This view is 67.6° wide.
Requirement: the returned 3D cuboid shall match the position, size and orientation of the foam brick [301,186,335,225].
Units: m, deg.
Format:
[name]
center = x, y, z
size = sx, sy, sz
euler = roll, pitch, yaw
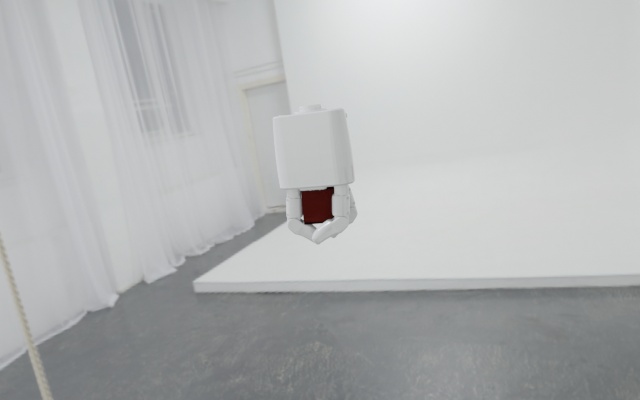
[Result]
[foam brick]
center = 0.000, 0.002, 0.733
size = 0.053, 0.051, 0.078
euler = -5, 10, 2
